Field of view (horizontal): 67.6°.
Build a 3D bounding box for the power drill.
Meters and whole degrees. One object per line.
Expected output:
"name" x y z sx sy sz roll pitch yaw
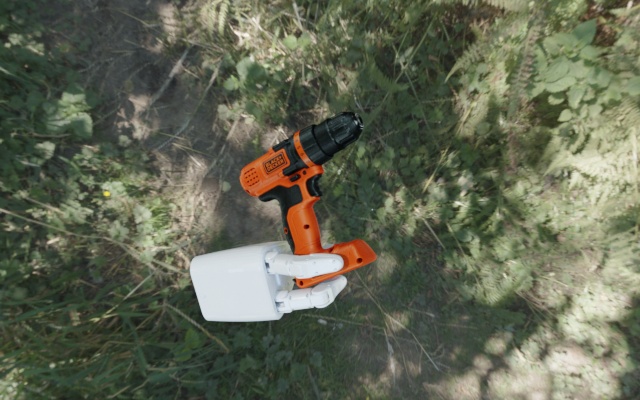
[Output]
"power drill" 0.000 0.003 0.603 0.184 0.187 0.057 -27 -11 27
